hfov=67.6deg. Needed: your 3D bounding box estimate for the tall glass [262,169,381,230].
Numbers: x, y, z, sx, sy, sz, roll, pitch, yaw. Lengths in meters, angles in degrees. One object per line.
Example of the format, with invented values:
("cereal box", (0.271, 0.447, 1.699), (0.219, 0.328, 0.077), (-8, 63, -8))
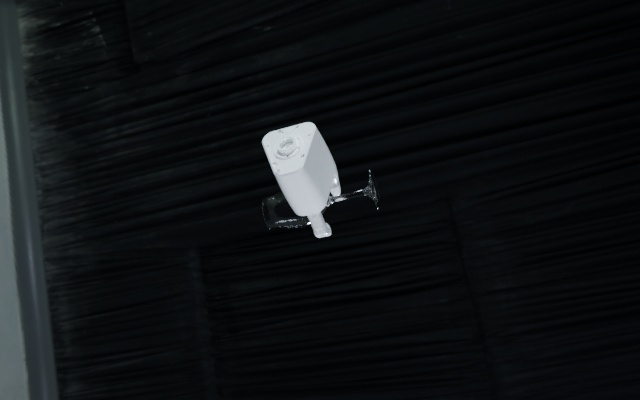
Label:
("tall glass", (0.001, 0.003, 0.849), (0.201, 0.079, 0.079), (-13, -3, 13))
